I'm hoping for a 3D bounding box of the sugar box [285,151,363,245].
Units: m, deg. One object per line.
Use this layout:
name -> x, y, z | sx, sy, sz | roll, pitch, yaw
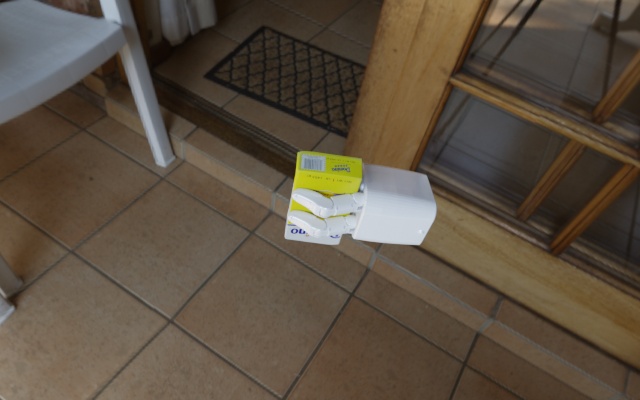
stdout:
sugar box -> 0.000, 0.003, 0.728 | 0.093, 0.048, 0.176 | 7, -40, -5
